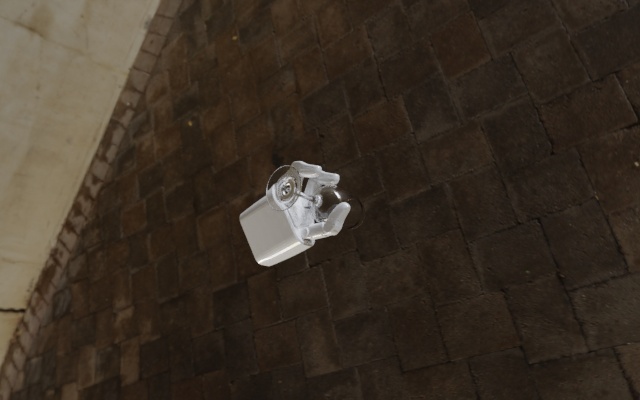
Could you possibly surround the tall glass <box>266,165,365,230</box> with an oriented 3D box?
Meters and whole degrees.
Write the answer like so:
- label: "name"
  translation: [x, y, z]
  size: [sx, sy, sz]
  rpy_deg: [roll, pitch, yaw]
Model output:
- label: "tall glass"
  translation: [0.000, 0.003, 0.829]
  size: [0.079, 0.079, 0.201]
  rpy_deg: [0, -13, 38]
